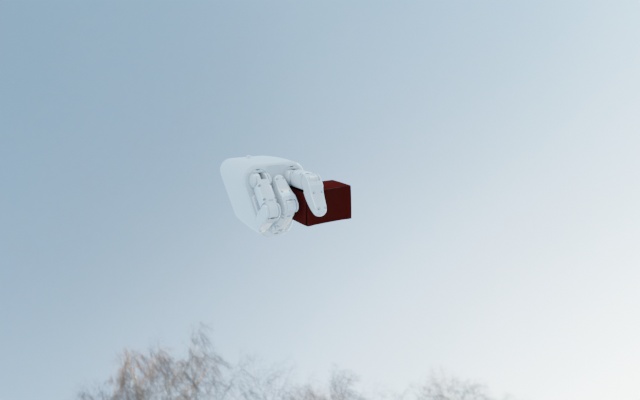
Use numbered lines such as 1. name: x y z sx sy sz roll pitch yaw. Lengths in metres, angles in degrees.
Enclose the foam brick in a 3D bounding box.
1. foam brick: 0.000 0.002 0.703 0.078 0.053 0.051 -8 16 -31
